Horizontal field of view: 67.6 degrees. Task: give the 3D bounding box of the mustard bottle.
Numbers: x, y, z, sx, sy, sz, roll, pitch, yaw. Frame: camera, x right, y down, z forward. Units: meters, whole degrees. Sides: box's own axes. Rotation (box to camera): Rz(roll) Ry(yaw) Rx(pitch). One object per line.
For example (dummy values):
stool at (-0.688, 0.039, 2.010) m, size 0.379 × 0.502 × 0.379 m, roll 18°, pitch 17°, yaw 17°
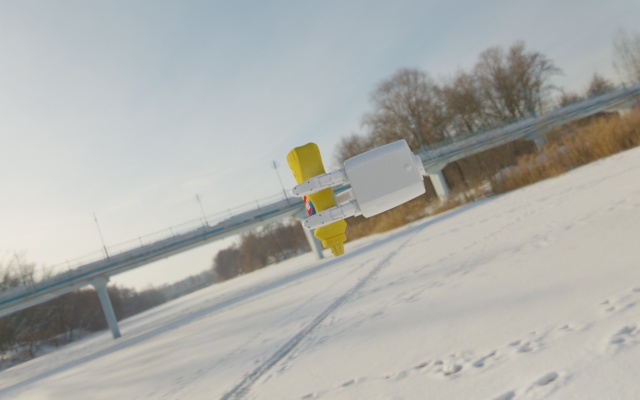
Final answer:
mustard bottle at (0.000, 0.003, 0.811) m, size 0.058 × 0.191 × 0.096 m, roll -20°, pitch -5°, yaw -10°
